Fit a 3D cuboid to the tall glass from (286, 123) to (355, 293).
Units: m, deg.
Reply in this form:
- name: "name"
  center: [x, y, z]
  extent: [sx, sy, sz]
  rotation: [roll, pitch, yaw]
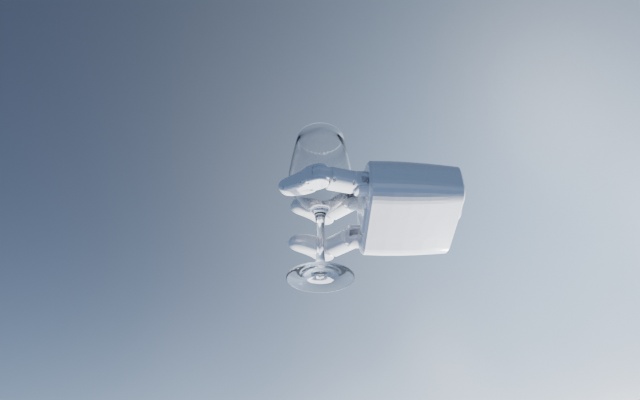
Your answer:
- name: "tall glass"
  center: [0.000, 0.002, 0.567]
  extent: [0.079, 0.201, 0.079]
  rotation: [0, -34, 0]
